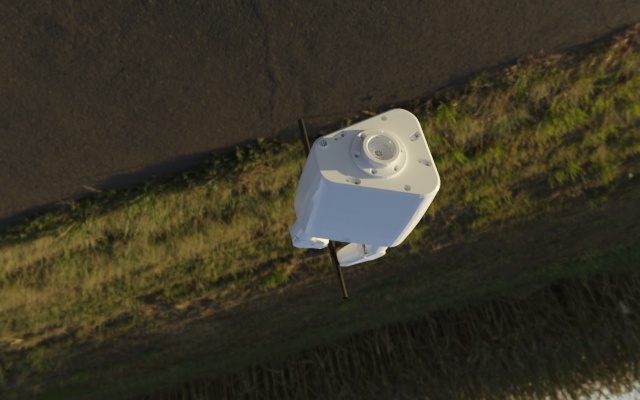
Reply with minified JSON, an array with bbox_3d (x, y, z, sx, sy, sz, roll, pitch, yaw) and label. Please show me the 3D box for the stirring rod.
[{"bbox_3d":[0.000,0.002,0.578,0.011,0.239,0.011,-12,-24,-5],"label":"stirring rod"}]
